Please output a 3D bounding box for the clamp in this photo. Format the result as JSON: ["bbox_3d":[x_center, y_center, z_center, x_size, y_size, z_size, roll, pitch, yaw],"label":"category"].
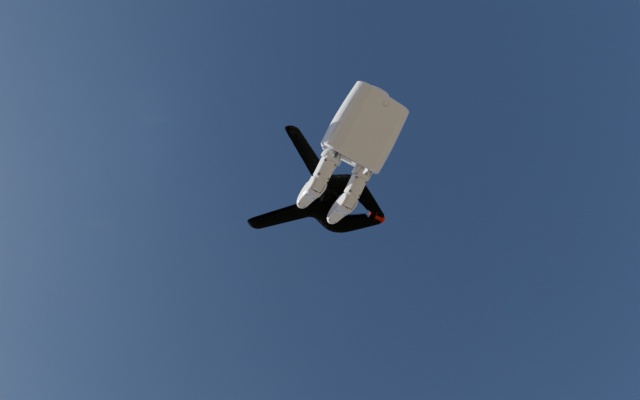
[{"bbox_3d":[0.001,0.002,0.743,0.210,0.164,0.036,28,7,-19],"label":"clamp"}]
